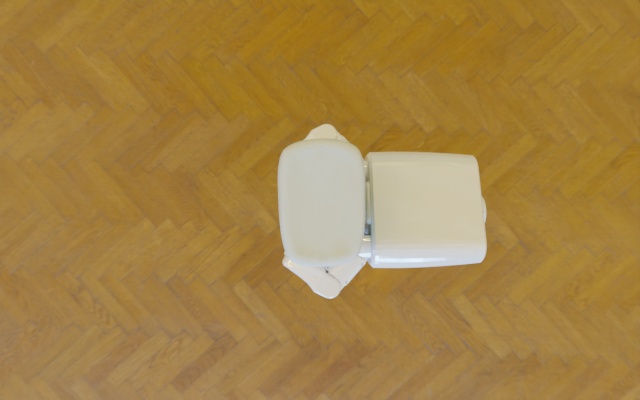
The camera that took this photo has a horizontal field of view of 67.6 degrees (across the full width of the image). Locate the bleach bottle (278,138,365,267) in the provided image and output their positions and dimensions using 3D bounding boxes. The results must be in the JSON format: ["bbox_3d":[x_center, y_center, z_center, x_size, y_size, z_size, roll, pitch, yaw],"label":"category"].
[{"bbox_3d":[0.000,0.002,0.485,0.068,0.102,0.251,-1,1,0],"label":"bleach bottle"}]
